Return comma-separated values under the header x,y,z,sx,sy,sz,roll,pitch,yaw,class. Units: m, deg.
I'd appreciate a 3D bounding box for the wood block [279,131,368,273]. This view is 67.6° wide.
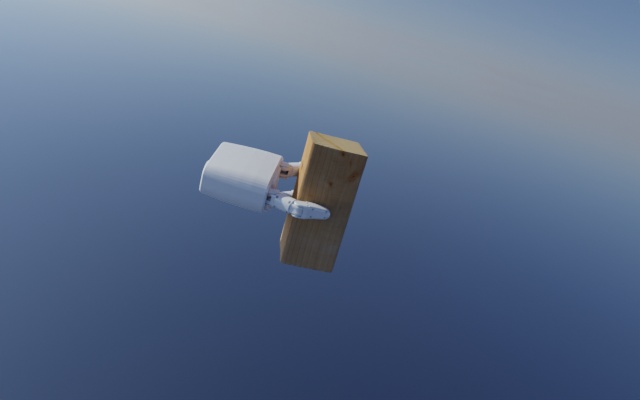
x,y,z,sx,sy,sz,roll,pitch,yaw,class
0.000,0.002,0.790,0.090,0.206,0.090,13,19,-10,wood block
